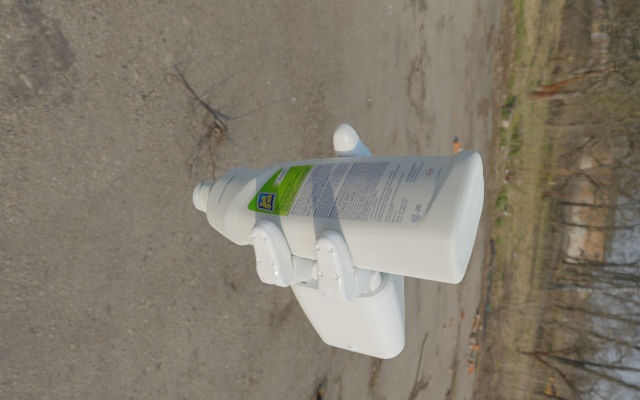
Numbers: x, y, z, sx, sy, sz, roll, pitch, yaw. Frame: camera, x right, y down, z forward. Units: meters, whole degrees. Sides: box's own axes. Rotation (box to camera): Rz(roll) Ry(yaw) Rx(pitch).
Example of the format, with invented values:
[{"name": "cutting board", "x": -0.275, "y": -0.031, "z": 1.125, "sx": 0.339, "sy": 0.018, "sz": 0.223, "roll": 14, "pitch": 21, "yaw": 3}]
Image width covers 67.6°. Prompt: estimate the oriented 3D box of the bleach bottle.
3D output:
[{"name": "bleach bottle", "x": 0.000, "y": 0.001, "z": 0.407, "sx": 0.251, "sy": 0.102, "sz": 0.068, "roll": 6, "pitch": -42, "yaw": 28}]
